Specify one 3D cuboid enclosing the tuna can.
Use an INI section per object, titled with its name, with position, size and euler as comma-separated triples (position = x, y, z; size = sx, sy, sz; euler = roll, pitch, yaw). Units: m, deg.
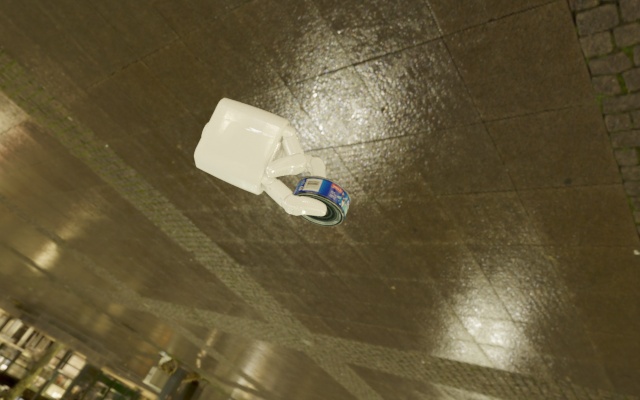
[tuna can]
position = 0.000, 0.003, 0.717
size = 0.086, 0.033, 0.086
euler = 16, -32, 10
